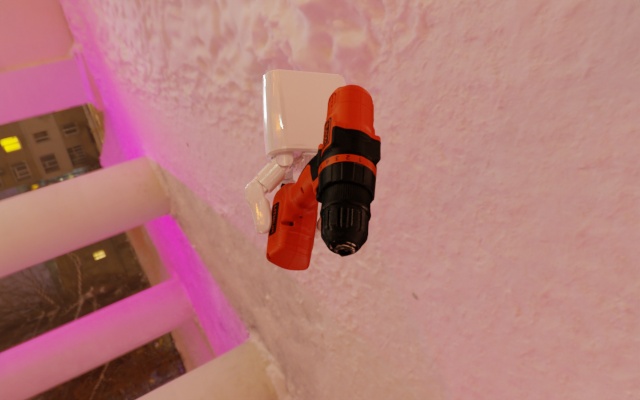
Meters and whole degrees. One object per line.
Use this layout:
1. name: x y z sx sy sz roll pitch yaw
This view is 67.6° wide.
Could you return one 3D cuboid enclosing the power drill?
1. power drill: 0.000 0.002 0.488 0.057 0.184 0.188 19 -37 -16
